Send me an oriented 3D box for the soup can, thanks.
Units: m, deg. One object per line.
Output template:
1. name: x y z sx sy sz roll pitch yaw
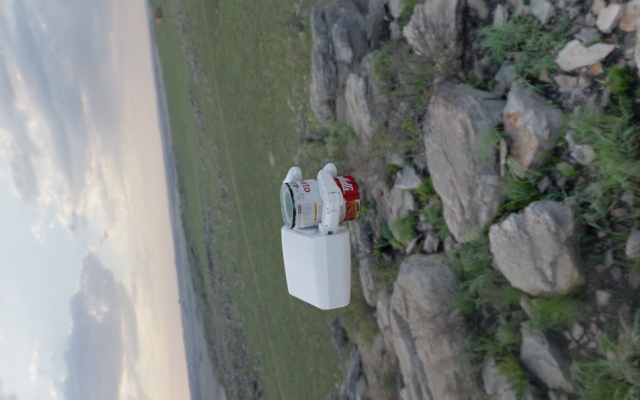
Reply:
1. soup can: 0.000 0.002 0.681 0.102 0.068 0.068 -7 2 -18
